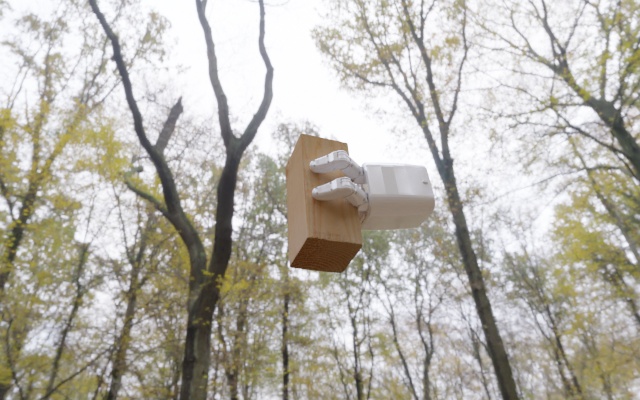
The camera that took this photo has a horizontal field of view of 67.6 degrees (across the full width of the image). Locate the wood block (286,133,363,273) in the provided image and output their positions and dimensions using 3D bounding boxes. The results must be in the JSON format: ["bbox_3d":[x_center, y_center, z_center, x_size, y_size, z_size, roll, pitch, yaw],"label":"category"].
[{"bbox_3d":[0.000,0.003,0.774,0.090,0.206,0.091,9,-40,-18],"label":"wood block"}]
